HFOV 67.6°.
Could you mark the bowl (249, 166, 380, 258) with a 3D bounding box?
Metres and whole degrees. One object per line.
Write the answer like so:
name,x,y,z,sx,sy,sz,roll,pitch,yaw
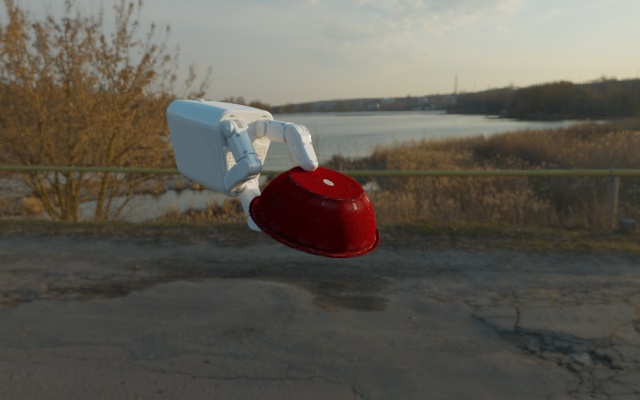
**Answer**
bowl,0.001,0.002,0.563,0.162,0.055,0.162,14,23,-6
